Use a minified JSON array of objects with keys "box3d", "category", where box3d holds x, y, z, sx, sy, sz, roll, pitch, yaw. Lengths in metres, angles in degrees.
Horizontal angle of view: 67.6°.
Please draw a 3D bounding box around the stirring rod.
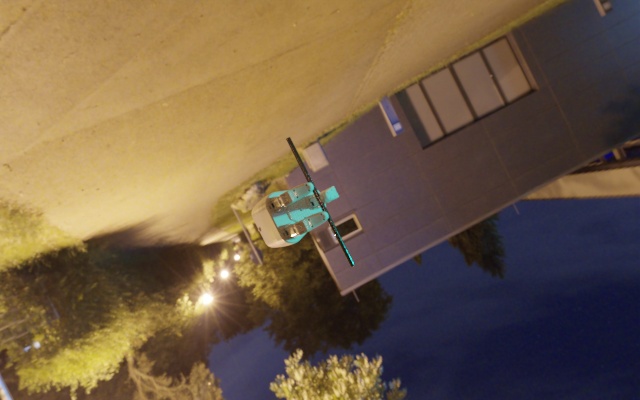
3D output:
[{"box3d":[0.000,0.003,0.801,0.011,0.239,0.011,-27,1,0],"category":"stirring rod"}]
